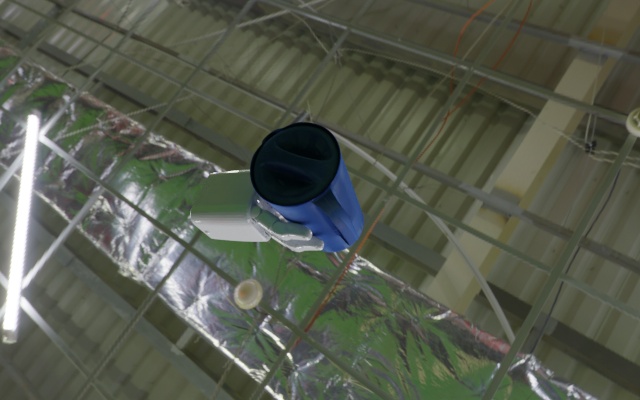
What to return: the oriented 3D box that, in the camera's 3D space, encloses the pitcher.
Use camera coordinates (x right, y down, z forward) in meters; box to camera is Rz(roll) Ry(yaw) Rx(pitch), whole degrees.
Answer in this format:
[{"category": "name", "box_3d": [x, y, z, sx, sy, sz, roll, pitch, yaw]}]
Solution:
[{"category": "pitcher", "box_3d": [0.000, 0.002, 0.754, 0.145, 0.149, 0.243, 0, -25, 18]}]
